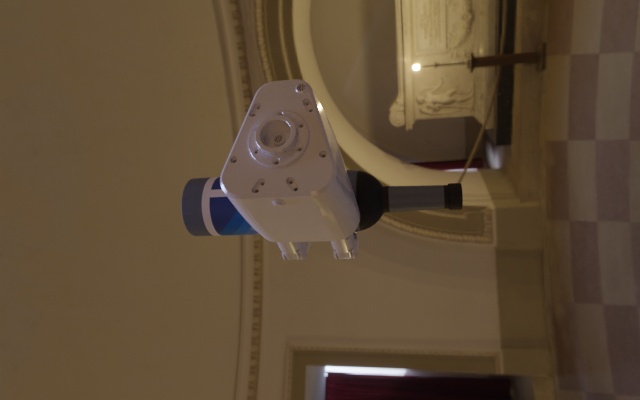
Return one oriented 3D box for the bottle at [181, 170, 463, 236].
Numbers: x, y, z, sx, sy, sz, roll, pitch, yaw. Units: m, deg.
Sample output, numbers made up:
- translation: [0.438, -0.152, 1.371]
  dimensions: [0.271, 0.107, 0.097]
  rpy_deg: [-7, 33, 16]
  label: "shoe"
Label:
- translation: [0.000, 0.002, 0.517]
  dimensions: [0.296, 0.069, 0.069]
  rpy_deg: [-2, -1, 12]
  label: "bottle"
